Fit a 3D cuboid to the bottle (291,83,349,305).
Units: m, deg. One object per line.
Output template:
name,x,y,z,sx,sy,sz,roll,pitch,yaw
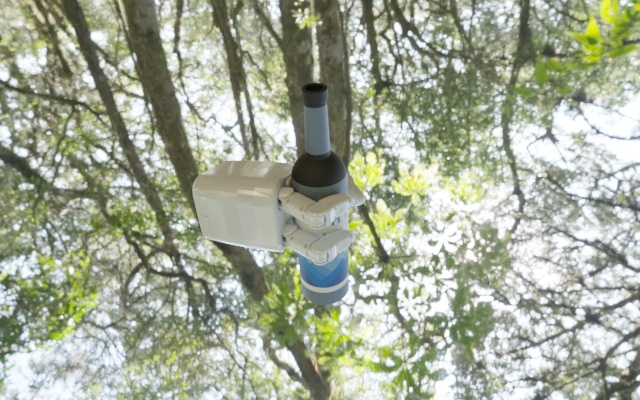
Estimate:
bottle,0.000,0.002,0.582,0.069,0.296,0.069,-2,36,1
